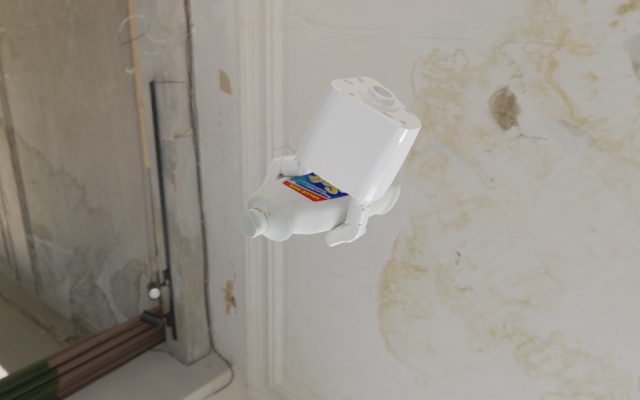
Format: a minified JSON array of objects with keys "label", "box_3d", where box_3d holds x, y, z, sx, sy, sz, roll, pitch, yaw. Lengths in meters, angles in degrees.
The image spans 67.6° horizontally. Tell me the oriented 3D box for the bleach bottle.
[{"label":"bleach bottle","box_3d":[0.000,0.002,0.626,0.102,0.068,0.251,41,36,22]}]
